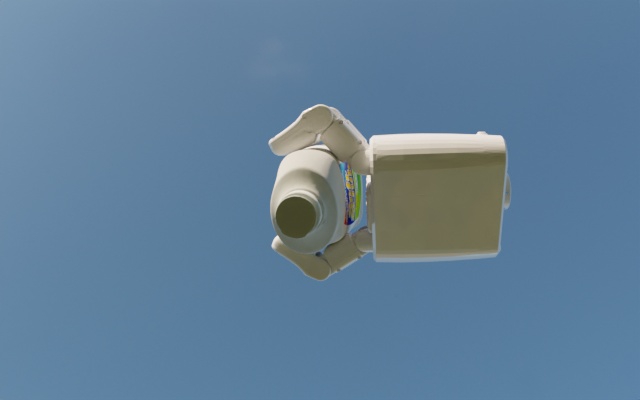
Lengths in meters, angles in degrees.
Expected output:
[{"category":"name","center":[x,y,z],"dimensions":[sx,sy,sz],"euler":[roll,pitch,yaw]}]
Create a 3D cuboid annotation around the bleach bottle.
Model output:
[{"category":"bleach bottle","center":[0.000,0.001,0.437],"dimensions":[0.068,0.102,0.251],"euler":[-1,8,8]}]
